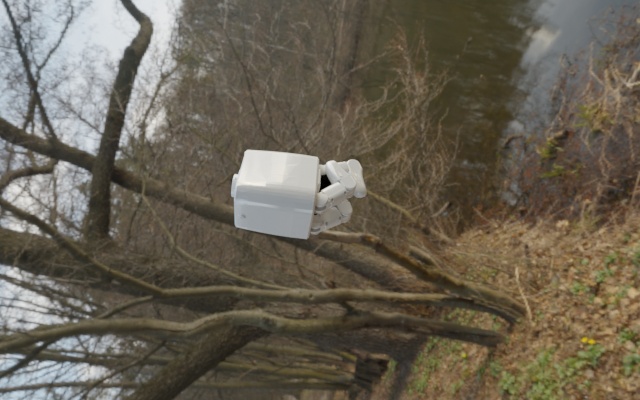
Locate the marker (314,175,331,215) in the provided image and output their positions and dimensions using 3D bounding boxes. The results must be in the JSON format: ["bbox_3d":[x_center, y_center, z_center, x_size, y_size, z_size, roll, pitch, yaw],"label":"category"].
[{"bbox_3d":[0.000,0.002,0.718,0.020,0.020,0.121,0,-35,-9],"label":"marker"}]
